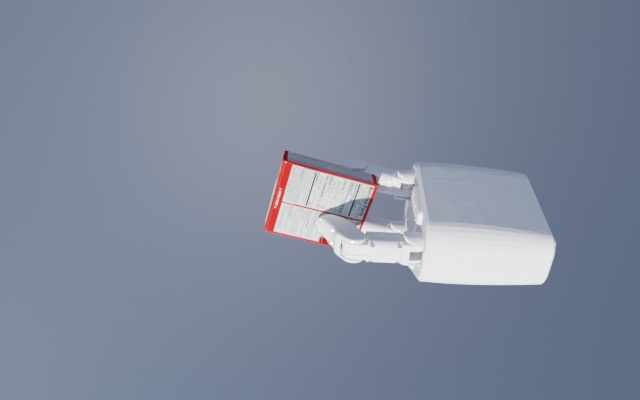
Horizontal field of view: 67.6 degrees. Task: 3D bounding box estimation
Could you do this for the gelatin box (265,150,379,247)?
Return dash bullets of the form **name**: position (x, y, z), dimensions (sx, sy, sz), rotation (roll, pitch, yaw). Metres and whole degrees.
- **gelatin box**: position (0.000, 0.002, 0.441), dimensions (0.089, 0.073, 0.030), rotation (14, 25, -9)
